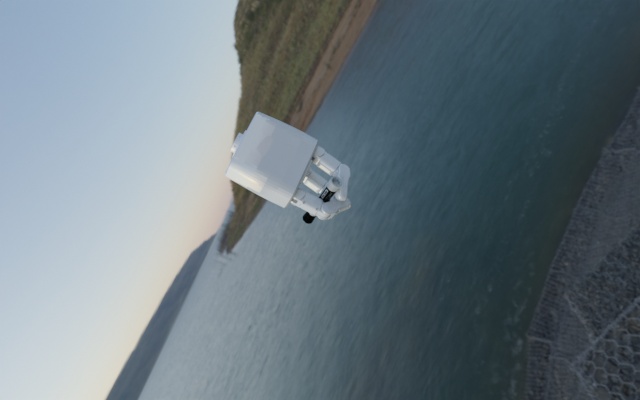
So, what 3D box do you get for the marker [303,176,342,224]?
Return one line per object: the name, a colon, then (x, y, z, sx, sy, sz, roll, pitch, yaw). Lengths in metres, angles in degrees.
marker: (0.000, 0.002, 0.748, 0.020, 0.020, 0.121, 0, -31, -27)
